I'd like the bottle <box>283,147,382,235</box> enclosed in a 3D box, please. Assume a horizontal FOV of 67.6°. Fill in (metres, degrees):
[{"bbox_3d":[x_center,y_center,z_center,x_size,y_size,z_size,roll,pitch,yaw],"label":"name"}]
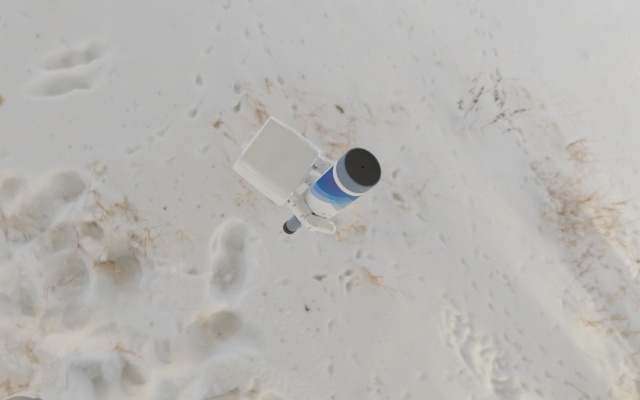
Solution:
[{"bbox_3d":[0.000,0.003,0.835,0.069,0.069,0.296,0,-21,-27],"label":"bottle"}]
